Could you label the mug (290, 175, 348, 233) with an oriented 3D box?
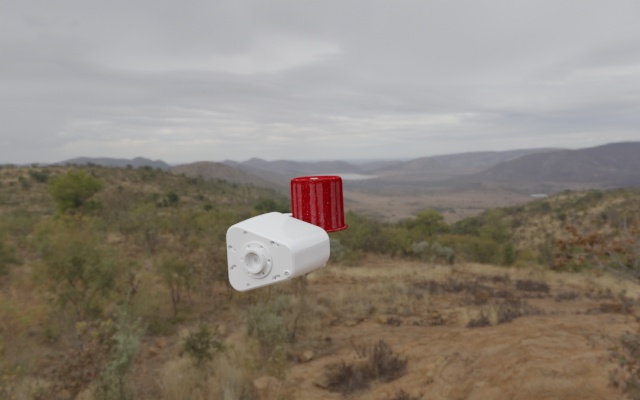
[{"bbox_3d":[0.001,0.002,0.760,0.093,0.081,0.117,0,7,24],"label":"mug"}]
